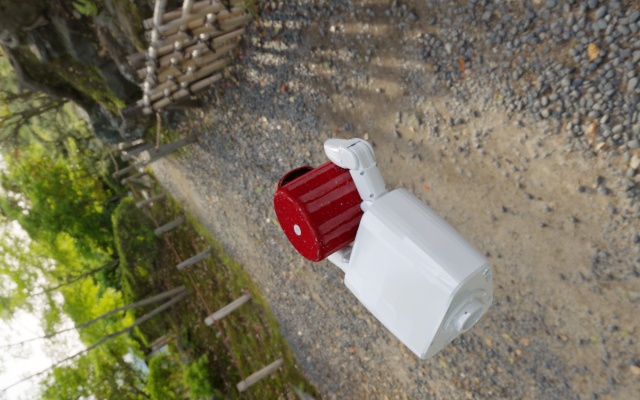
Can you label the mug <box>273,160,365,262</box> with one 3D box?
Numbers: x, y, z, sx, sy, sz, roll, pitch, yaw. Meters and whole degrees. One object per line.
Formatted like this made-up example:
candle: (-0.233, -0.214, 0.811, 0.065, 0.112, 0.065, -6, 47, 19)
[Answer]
mug: (-0.001, 0.001, 0.481, 0.081, 0.093, 0.117, -30, 49, -23)
